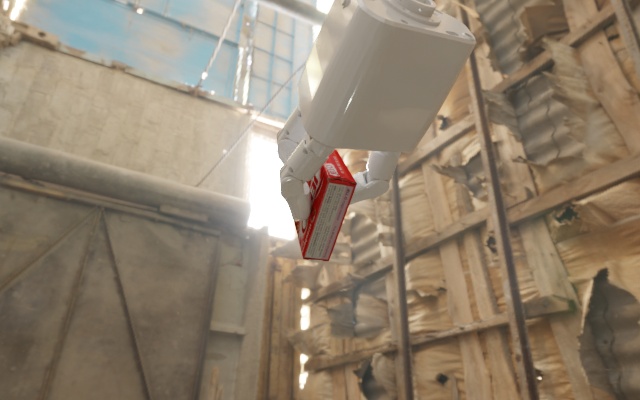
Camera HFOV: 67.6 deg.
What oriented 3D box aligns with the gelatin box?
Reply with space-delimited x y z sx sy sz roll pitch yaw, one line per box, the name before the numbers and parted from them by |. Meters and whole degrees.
gelatin box | 0.000 0.002 0.460 0.030 0.089 0.073 8 28 -17
